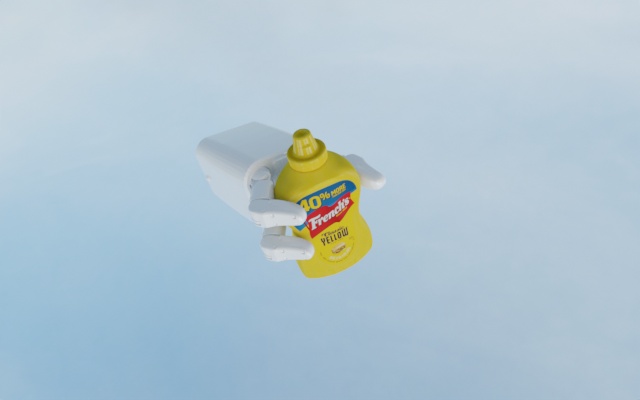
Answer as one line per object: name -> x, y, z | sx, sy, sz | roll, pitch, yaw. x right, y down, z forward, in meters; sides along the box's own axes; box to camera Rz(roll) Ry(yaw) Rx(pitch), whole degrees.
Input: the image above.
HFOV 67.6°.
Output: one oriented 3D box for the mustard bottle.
mustard bottle -> 0.000, 0.002, 0.530 | 0.096, 0.192, 0.058 | -23, 43, -8
